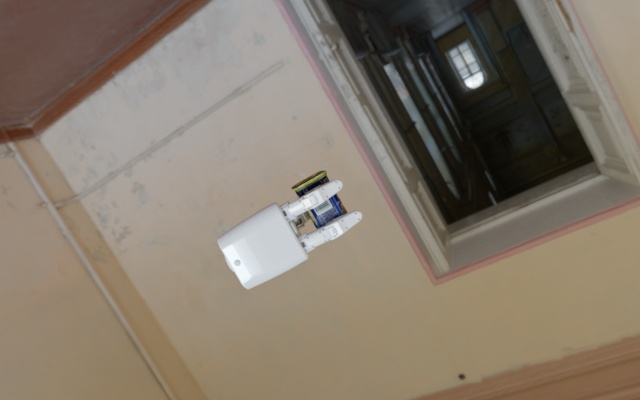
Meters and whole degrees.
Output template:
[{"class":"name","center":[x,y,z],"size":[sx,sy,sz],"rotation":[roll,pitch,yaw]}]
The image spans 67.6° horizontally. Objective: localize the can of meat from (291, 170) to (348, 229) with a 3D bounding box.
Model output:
[{"class":"can of meat","center":[0.000,0.003,0.757],"size":[0.057,0.084,0.102],"rotation":[-30,6,-4]}]
